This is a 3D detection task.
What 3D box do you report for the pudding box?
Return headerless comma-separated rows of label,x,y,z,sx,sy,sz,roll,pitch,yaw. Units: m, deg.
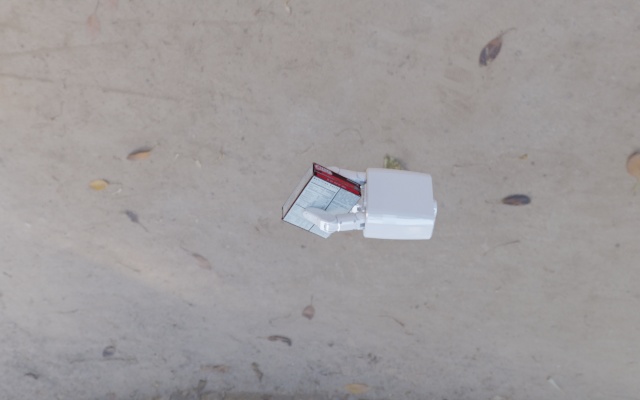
pudding box,0.000,0.003,0.776,0.090,0.113,0.039,25,34,-17
